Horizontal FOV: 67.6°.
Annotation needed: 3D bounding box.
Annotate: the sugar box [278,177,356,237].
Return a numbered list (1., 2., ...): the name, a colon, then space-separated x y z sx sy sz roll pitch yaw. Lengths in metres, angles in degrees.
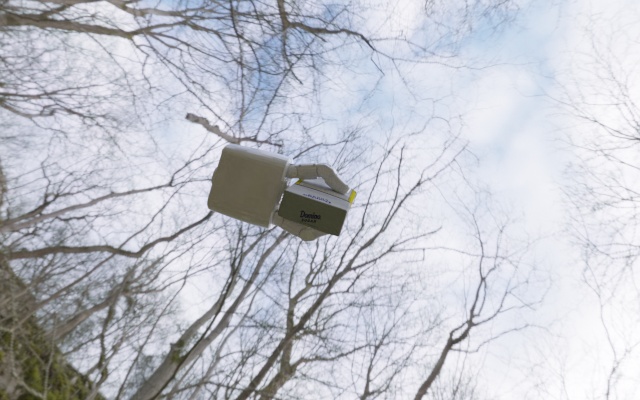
1. sugar box: 0.000 0.003 0.730 0.093 0.048 0.176 19 15 5
